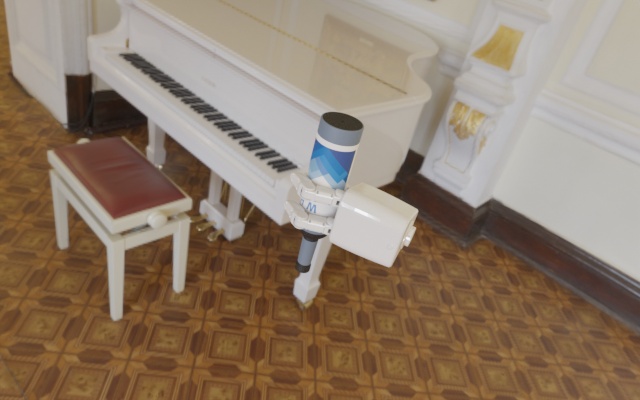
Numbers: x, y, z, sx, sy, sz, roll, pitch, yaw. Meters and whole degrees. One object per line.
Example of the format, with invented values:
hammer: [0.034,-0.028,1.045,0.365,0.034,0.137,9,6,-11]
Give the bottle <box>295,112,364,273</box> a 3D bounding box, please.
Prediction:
bottle: [0.000,0.002,0.786,0.069,0.296,0.069,11,32,-7]
